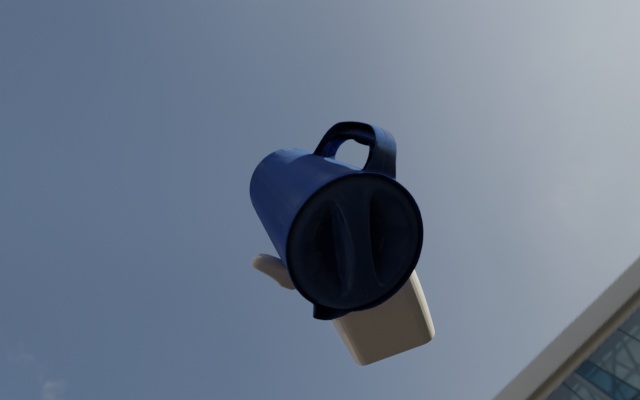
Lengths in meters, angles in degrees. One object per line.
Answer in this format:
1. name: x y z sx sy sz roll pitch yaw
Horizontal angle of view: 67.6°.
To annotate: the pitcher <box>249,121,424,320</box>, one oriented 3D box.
1. pitcher: 0.000 0.002 0.525 0.149 0.145 0.242 -31 23 -9
